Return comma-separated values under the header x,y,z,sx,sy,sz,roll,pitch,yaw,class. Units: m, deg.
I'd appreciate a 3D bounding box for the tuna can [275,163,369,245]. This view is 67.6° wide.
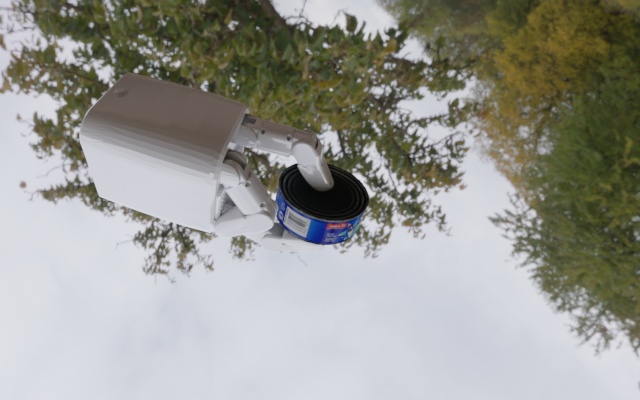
x,y,z,sx,sy,sz,roll,pitch,yaw,class
0.000,0.002,0.451,0.086,0.034,0.086,10,38,-8,tuna can
